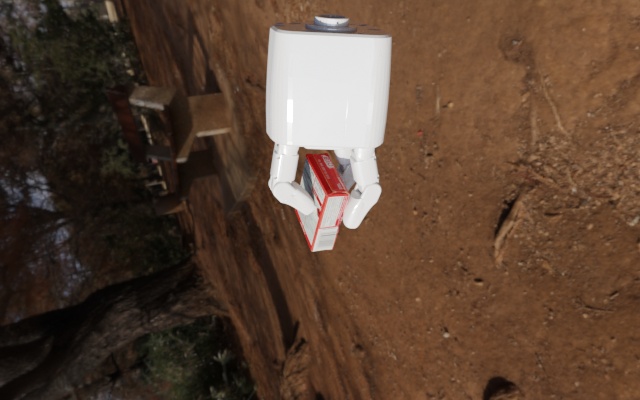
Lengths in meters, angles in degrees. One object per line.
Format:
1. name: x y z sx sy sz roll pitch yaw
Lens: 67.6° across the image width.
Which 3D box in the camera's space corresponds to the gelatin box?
1. gelatin box: 0.000 0.002 0.547 0.030 0.089 0.073 -3 42 -21
